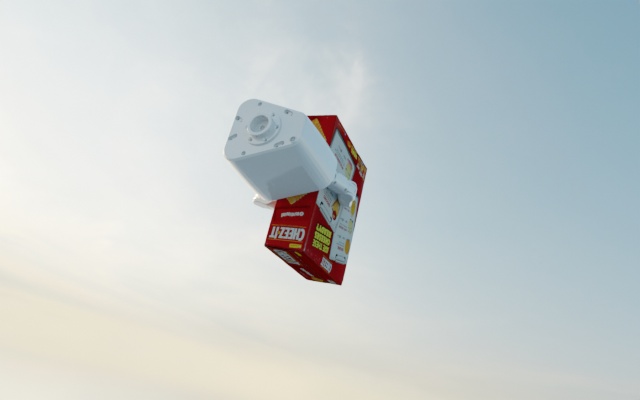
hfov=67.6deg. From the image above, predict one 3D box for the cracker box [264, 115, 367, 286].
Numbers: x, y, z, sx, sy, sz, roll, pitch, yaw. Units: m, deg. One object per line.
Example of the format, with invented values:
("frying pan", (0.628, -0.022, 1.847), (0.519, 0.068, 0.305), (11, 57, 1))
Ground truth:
("cracker box", (0.000, 0.002, 0.733), (0.072, 0.213, 0.164), (4, -24, 25))
